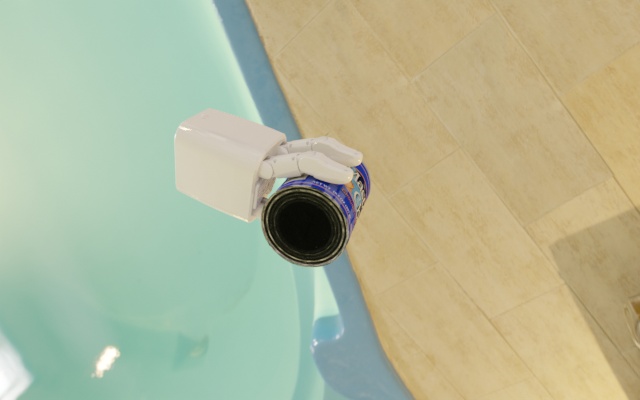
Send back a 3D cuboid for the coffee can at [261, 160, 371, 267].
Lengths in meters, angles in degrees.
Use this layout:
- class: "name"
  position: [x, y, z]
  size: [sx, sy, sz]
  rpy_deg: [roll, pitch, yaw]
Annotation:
- class: "coffee can"
  position: [0.000, 0.002, 0.588]
  size: [0.103, 0.103, 0.140]
  rpy_deg: [0, 24, 17]
